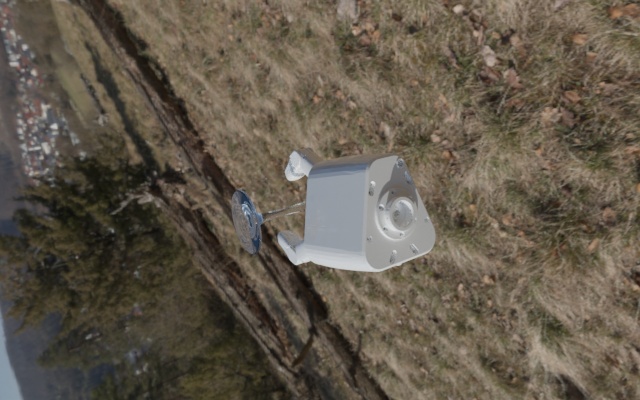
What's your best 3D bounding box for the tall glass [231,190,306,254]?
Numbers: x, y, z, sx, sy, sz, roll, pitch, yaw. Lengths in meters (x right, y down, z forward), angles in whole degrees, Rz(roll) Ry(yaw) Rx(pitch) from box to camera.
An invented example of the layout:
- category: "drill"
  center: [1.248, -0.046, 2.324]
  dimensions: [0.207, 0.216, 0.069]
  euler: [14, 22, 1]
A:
- category: "tall glass"
  center: [-0.001, 0.002, 0.579]
  dimensions: [0.201, 0.079, 0.079]
  euler: [-15, 8, -30]
